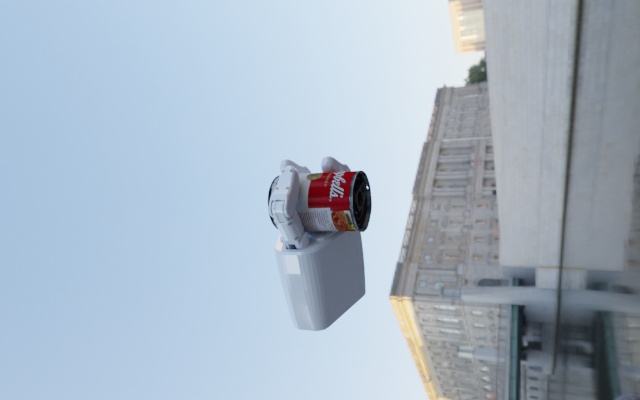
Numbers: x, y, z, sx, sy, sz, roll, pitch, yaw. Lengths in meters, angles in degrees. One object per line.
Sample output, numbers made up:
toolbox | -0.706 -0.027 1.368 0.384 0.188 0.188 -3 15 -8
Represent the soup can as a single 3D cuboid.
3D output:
soup can | 0.000 0.001 0.544 0.102 0.068 0.068 -1 -1 23
